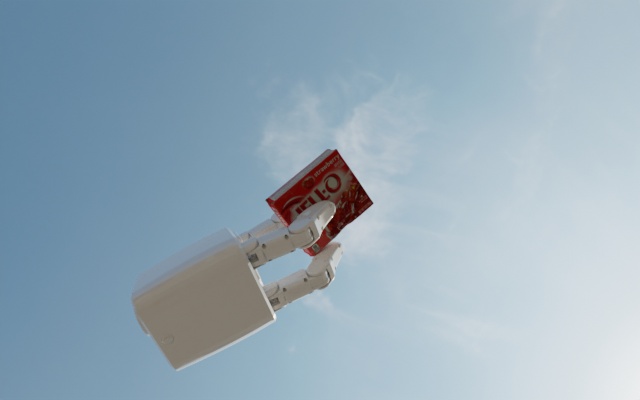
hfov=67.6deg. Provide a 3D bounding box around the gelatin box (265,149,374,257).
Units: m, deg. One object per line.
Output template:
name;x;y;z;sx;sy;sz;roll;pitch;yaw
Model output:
gelatin box;0.000;0.001;0.496;0.089;0.073;0.030;-40;19;-12
